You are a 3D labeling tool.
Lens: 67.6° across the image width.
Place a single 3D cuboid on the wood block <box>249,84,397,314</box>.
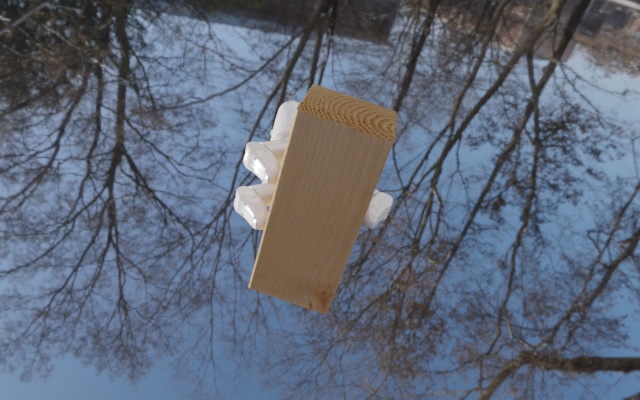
[{"bbox_3d":[0.000,0.002,0.491,0.091,0.206,0.090,18,29,1],"label":"wood block"}]
